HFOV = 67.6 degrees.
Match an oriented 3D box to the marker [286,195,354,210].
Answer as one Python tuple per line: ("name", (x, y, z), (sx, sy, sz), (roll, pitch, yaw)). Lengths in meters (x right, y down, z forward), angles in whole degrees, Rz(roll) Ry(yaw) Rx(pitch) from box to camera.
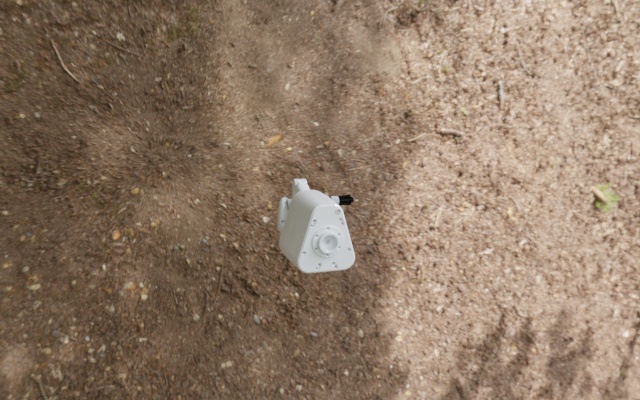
("marker", (0.000, 0.003, 0.834), (0.121, 0.020, 0.020), (-4, 1, -17))
